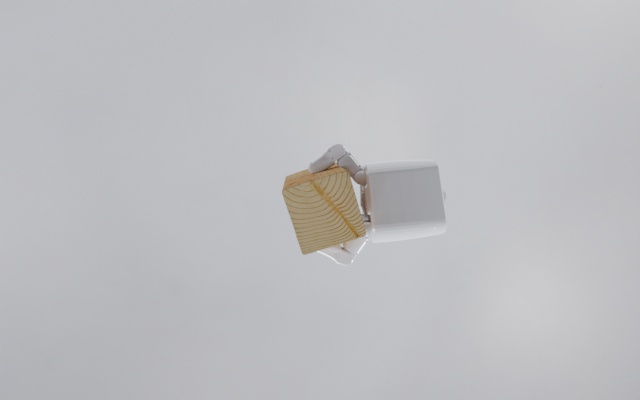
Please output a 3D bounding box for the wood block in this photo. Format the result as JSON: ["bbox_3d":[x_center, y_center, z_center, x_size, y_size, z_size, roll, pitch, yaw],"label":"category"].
[{"bbox_3d":[0.000,0.002,0.707,0.090,0.091,0.206,-17,8,-1],"label":"wood block"}]
